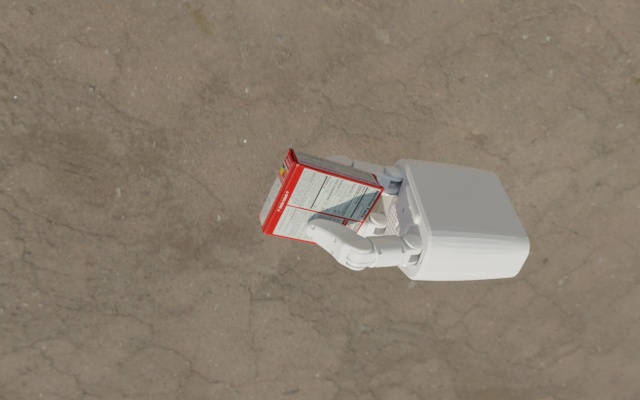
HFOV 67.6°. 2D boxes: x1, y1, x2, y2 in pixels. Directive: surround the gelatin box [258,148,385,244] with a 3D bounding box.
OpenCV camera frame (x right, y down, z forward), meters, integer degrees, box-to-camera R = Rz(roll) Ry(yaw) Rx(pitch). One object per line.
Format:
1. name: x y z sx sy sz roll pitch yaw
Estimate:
1. gelatin box: 0.000 0.002 0.420 0.089 0.073 0.030 14 29 -27
